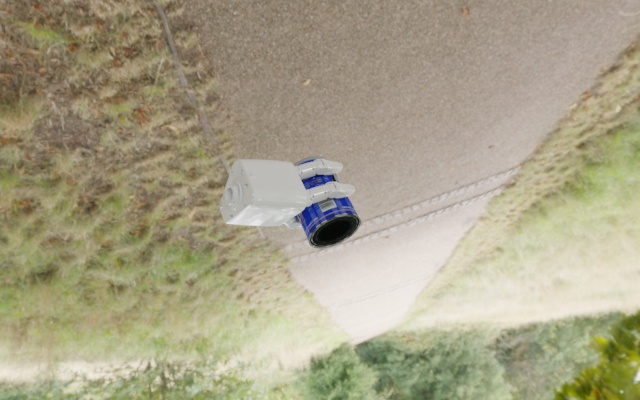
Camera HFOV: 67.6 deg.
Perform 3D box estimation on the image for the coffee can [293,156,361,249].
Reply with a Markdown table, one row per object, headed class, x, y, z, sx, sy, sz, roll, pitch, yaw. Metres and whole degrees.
| class | x | y | z | sx | sy | sz | roll | pitch | yaw |
| --- | --- | --- | --- | --- | --- | --- | --- | --- | --- |
| coffee can | 0.000 | 0.003 | 0.889 | 0.103 | 0.140 | 0.103 | -19 | -31 | -12 |
